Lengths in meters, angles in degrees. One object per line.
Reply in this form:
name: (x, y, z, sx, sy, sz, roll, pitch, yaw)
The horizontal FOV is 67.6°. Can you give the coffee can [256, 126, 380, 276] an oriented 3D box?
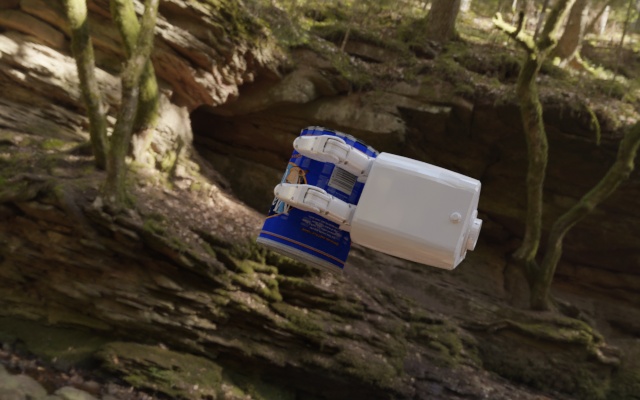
coffee can: (0.000, 0.002, 0.543, 0.103, 0.140, 0.103, 21, -10, 4)
